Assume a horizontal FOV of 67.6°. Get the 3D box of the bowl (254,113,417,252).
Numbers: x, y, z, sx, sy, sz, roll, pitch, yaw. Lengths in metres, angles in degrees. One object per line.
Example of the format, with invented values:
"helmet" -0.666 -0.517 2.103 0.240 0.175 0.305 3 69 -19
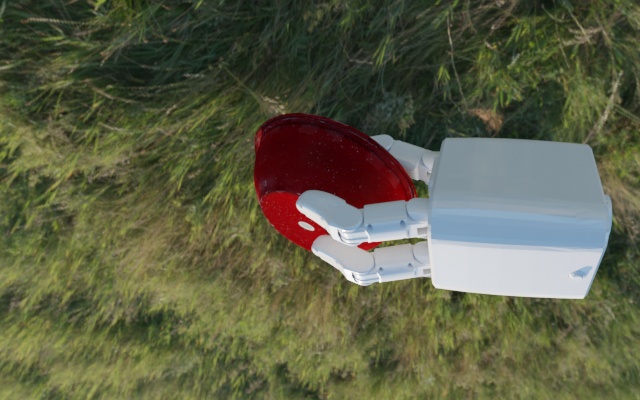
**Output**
"bowl" -0.001 0.002 0.422 0.162 0.055 0.162 22 -30 14
